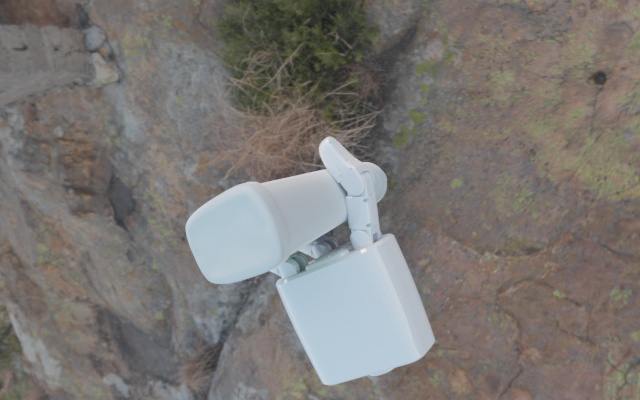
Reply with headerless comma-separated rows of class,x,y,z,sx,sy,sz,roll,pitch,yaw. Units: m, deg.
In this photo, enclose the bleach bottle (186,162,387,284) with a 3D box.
bleach bottle,0.000,0.002,0.458,0.102,0.068,0.251,-24,-1,38
